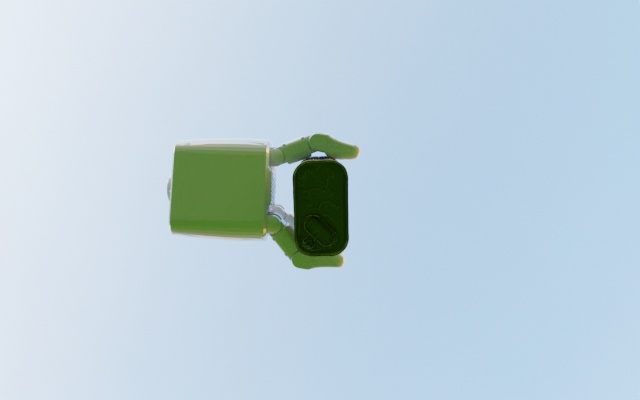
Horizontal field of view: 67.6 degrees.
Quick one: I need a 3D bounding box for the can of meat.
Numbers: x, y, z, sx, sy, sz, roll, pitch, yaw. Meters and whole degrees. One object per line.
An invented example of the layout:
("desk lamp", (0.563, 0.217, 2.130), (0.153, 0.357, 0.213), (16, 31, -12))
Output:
("can of meat", (0.000, 0.002, 0.532), (0.057, 0.102, 0.084), (-2, 10, 0))
